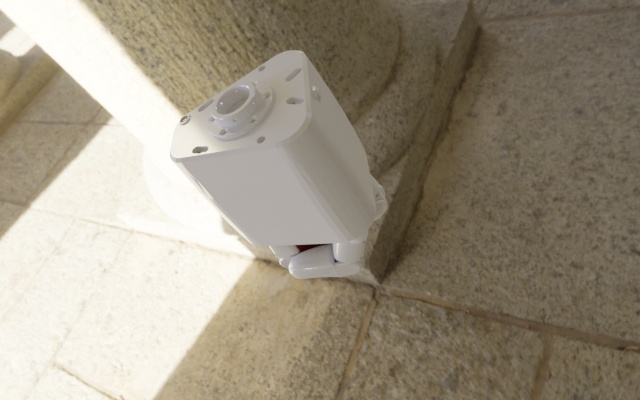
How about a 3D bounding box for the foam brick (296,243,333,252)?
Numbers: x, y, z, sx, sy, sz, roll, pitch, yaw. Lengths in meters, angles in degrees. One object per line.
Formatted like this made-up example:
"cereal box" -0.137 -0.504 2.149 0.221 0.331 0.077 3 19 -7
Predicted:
"foam brick" 0.000 0.001 0.416 0.053 0.078 0.051 -20 -42 16
